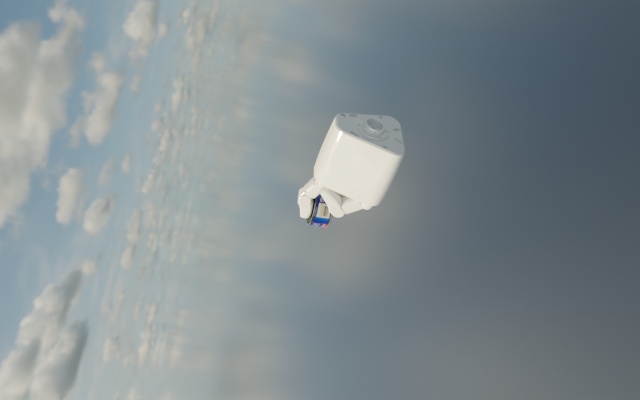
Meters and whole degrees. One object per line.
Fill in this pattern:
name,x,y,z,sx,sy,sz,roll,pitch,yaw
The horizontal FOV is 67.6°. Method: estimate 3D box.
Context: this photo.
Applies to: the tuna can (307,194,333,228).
tuna can,0.000,0.003,0.825,0.034,0.086,0.086,8,-2,-11
